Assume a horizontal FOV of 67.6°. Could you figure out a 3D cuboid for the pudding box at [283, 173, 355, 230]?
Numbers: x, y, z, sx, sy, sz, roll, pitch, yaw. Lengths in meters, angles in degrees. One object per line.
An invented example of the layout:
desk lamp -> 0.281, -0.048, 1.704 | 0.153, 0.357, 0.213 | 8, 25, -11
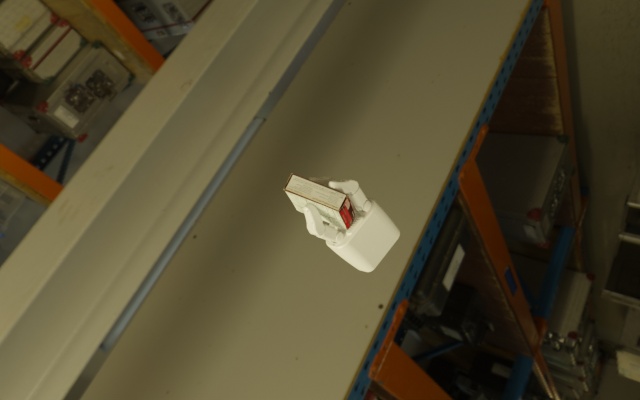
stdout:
pudding box -> 0.000, 0.003, 0.837 | 0.113, 0.039, 0.090 | 20, -19, 20
